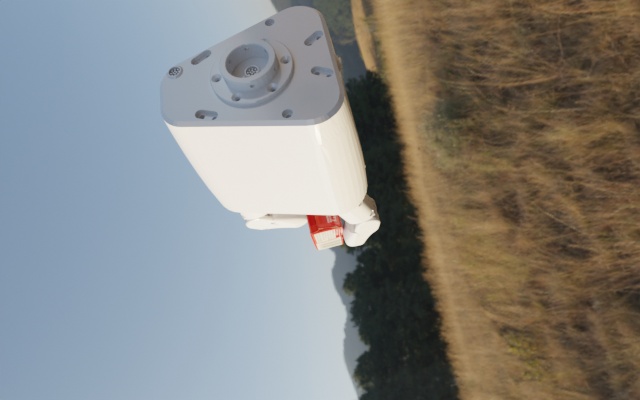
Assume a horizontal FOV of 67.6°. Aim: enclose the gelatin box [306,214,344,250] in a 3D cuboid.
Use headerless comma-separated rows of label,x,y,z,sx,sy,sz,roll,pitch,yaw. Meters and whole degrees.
gelatin box,0.000,0.002,0.441,0.030,0.073,0.089,-13,-15,0
